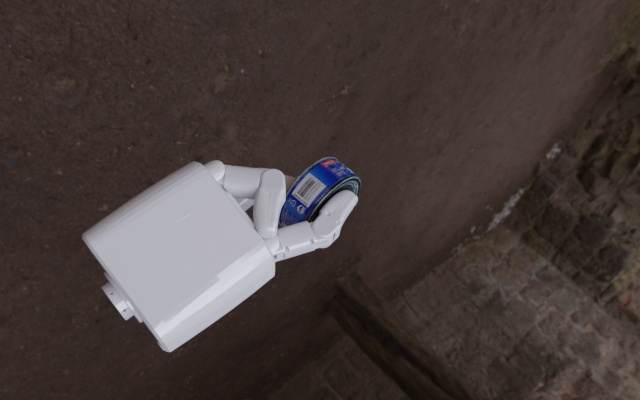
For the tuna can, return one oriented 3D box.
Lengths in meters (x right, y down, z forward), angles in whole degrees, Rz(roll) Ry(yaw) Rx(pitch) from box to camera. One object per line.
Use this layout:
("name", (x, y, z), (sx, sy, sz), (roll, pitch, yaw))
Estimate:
("tuna can", (0.001, 0.002, 0.464), (0.033, 0.086, 0.086), (39, 17, 22))
